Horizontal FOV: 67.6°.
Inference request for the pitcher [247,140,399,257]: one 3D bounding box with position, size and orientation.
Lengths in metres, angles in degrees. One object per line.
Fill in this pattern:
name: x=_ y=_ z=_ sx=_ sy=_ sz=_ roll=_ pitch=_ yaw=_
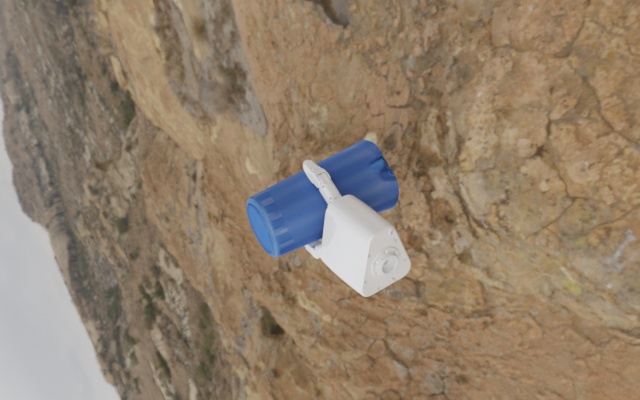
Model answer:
pitcher: x=0.000 y=0.003 z=0.824 sx=0.243 sy=0.149 sz=0.145 roll=-25 pitch=37 yaw=-21
